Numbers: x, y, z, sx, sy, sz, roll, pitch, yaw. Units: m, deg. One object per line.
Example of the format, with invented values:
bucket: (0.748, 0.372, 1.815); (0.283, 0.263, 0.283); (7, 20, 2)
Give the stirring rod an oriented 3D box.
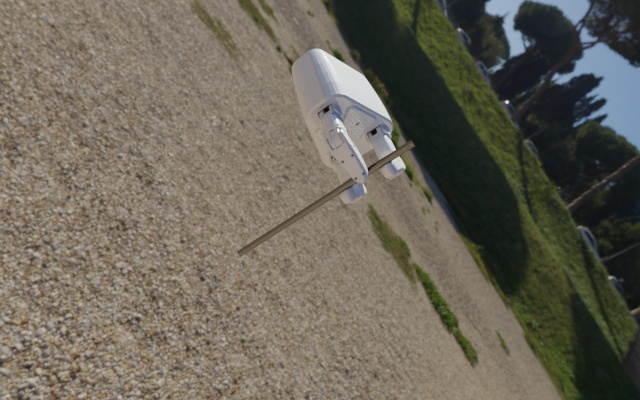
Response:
stirring rod: (0.000, 0.002, 0.535); (0.239, 0.011, 0.011); (-33, -11, 17)
